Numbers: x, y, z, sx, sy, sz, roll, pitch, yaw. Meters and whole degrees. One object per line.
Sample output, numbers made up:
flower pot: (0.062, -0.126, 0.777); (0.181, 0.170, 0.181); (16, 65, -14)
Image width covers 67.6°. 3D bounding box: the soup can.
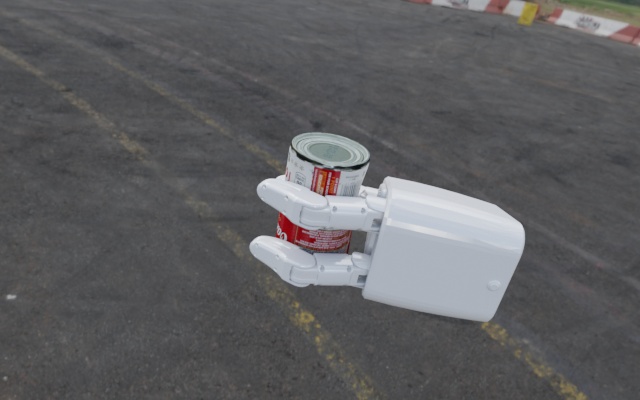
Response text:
soup can: (0.000, 0.001, 0.410); (0.068, 0.102, 0.068); (9, 29, -5)
